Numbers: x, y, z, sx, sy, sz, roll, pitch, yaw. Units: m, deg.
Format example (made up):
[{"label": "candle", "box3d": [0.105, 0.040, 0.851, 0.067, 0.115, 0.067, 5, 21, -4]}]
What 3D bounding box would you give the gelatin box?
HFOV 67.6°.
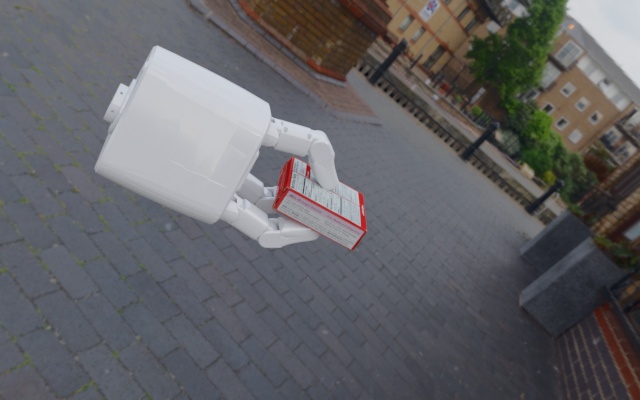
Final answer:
[{"label": "gelatin box", "box3d": [0.001, 0.001, 0.465, 0.089, 0.030, 0.073, 28, 25, -13]}]
